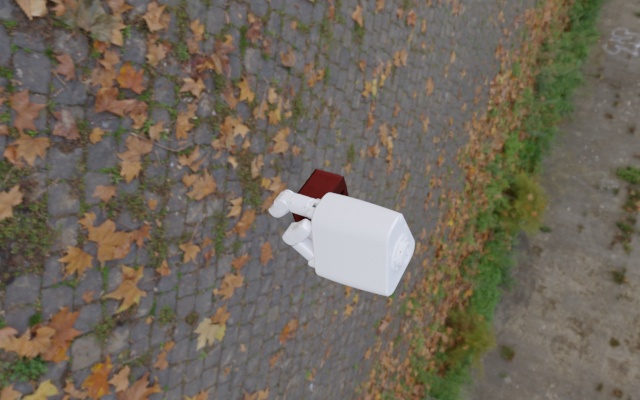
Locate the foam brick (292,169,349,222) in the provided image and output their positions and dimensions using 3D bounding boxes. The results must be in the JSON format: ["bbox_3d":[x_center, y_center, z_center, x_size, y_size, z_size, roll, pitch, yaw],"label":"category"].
[{"bbox_3d":[0.000,0.002,0.691,0.051,0.053,0.078,14,52,30],"label":"foam brick"}]
